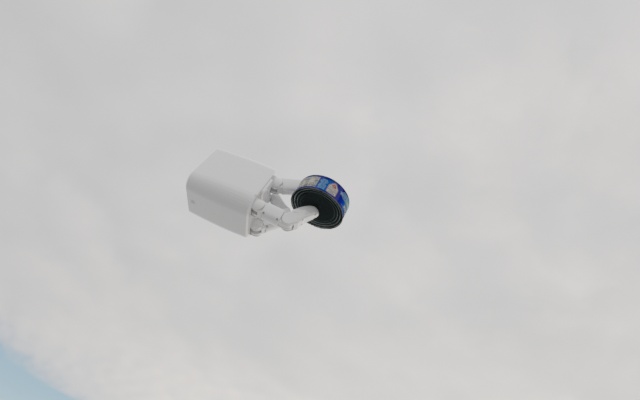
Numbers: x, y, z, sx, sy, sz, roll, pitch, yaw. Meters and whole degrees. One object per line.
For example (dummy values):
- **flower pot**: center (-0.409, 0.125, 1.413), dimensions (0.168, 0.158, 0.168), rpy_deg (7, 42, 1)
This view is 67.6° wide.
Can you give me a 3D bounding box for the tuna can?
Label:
- **tuna can**: center (0.000, 0.002, 0.727), dimensions (0.086, 0.086, 0.033), rpy_deg (0, 43, 32)
